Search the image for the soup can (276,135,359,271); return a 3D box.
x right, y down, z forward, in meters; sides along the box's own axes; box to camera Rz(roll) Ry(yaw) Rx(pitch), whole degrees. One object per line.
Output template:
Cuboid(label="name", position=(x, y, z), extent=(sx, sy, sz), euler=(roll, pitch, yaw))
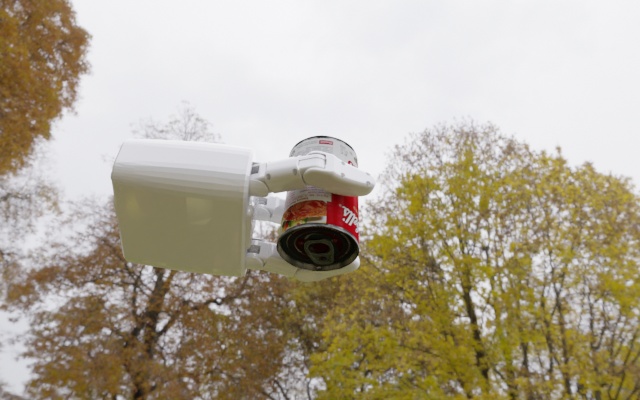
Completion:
Cuboid(label="soup can", position=(0.001, 0.001, 0.420), extent=(0.068, 0.102, 0.069), euler=(2, -39, 2))
